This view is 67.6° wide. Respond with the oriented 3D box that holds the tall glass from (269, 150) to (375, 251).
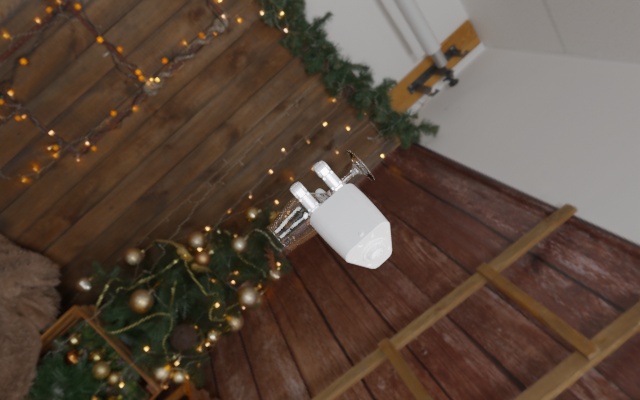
[{"bbox_3d":[0.001,0.002,0.864,0.201,0.079,0.079,-42,1,-1],"label":"tall glass"}]
